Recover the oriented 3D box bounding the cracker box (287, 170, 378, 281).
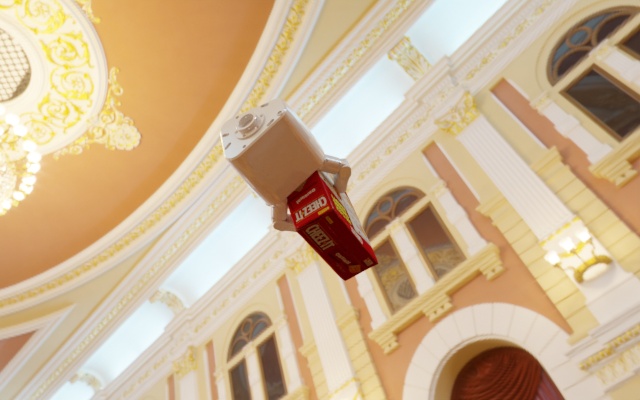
[{"bbox_3d":[0.000,0.002,0.779,0.072,0.213,0.164,-31,-46,10],"label":"cracker box"}]
